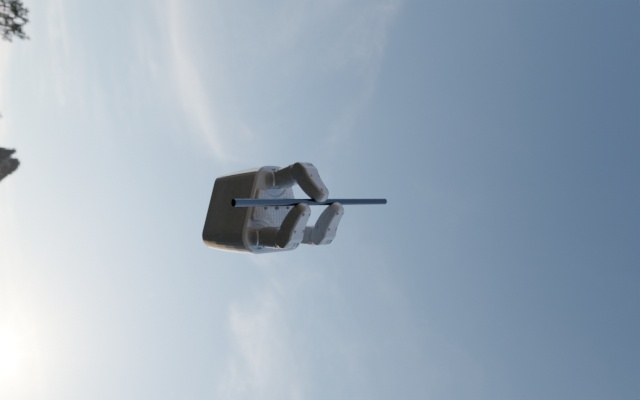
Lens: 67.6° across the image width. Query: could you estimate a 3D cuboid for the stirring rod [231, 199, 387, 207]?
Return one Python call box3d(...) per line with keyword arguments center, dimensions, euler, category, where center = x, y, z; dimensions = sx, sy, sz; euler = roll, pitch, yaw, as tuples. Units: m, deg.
box3d(center=(0.000, 0.002, 0.554), dimensions=(0.239, 0.011, 0.011), euler=(0, 0, -45), category="stirring rod")
